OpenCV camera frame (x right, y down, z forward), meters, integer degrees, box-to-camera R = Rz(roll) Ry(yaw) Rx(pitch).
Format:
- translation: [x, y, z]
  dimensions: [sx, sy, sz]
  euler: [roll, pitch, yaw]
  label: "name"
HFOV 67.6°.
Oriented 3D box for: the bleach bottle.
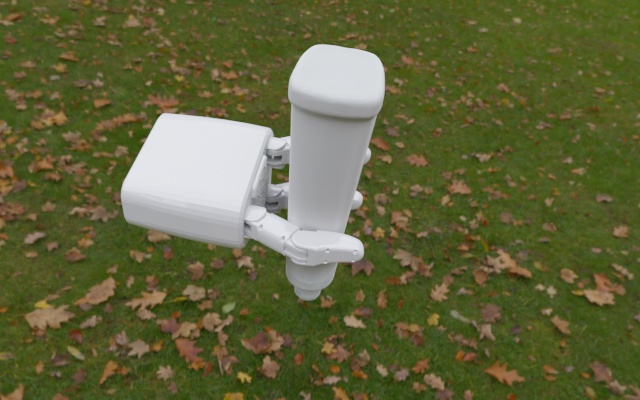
- translation: [0.000, 0.001, 0.424]
  dimensions: [0.068, 0.251, 0.102]
  euler: [10, 37, 2]
  label: "bleach bottle"
